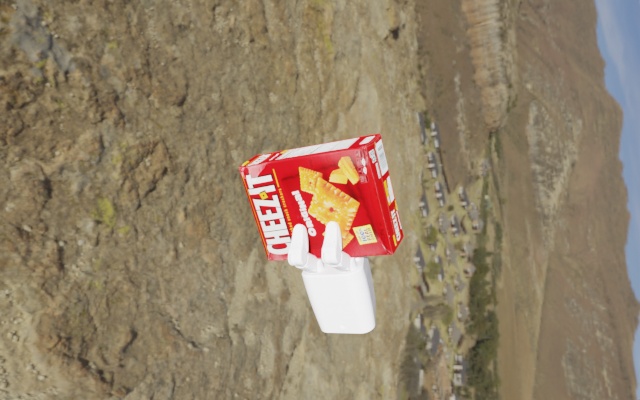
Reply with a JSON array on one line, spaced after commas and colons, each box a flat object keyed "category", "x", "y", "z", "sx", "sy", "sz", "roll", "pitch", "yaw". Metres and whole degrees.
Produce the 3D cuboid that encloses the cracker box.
[{"category": "cracker box", "x": 0.000, "y": 0.002, "z": 0.714, "sx": 0.214, "sy": 0.164, "sz": 0.072, "roll": -7, "pitch": 18, "yaw": 27}]
